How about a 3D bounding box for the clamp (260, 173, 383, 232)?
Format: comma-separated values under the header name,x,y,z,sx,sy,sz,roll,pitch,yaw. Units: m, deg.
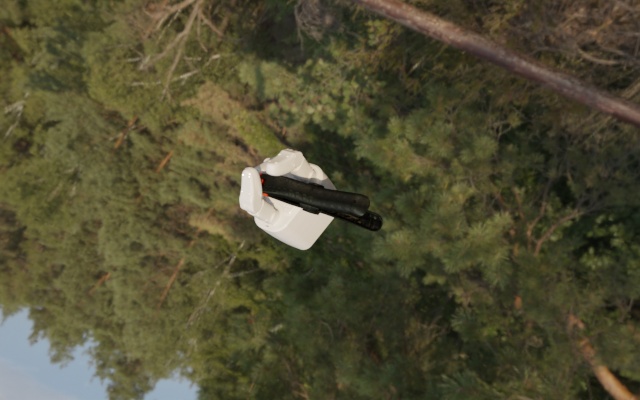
name,x,y,z,sx,sy,sz,roll,pitch,yaw
clamp,0.000,0.002,0.612,0.171,0.039,0.120,17,-14,28
